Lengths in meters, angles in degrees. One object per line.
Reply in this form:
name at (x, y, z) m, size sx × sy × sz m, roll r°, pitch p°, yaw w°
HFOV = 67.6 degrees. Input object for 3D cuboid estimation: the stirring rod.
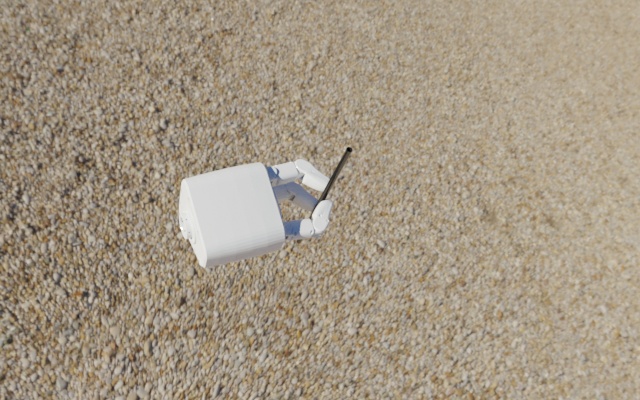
stirring rod at (0.000, 0.002, 0.673) m, size 0.011 × 0.011 × 0.240 m, roll 0°, pitch -32°, yaw -20°
